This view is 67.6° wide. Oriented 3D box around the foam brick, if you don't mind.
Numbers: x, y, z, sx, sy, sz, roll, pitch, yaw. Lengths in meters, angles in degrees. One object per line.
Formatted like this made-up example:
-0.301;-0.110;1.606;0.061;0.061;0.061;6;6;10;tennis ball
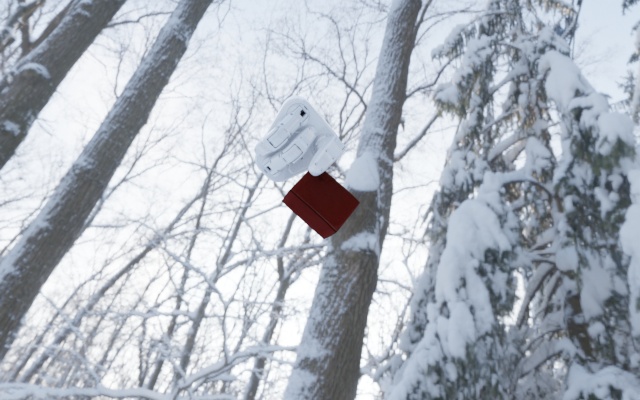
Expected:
0.000;0.002;0.606;0.053;0.078;0.051;-48;0;-24;foam brick
